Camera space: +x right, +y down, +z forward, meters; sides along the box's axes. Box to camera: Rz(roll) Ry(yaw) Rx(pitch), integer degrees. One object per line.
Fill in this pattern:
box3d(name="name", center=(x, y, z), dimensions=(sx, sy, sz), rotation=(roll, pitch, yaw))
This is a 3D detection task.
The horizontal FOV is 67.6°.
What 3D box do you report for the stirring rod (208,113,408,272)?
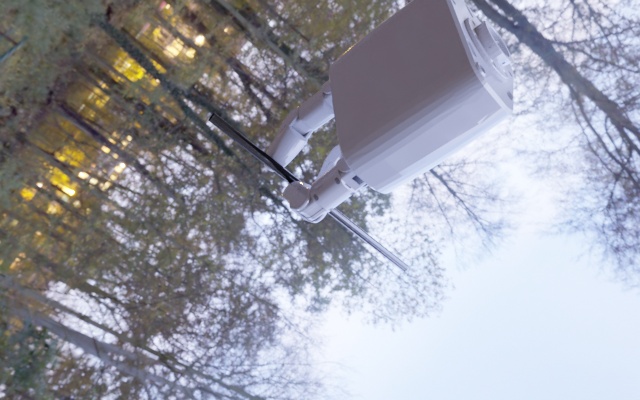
box3d(name="stirring rod", center=(0.000, 0.001, 0.425), dimensions=(0.240, 0.011, 0.011), rotation=(38, -19, -26))
